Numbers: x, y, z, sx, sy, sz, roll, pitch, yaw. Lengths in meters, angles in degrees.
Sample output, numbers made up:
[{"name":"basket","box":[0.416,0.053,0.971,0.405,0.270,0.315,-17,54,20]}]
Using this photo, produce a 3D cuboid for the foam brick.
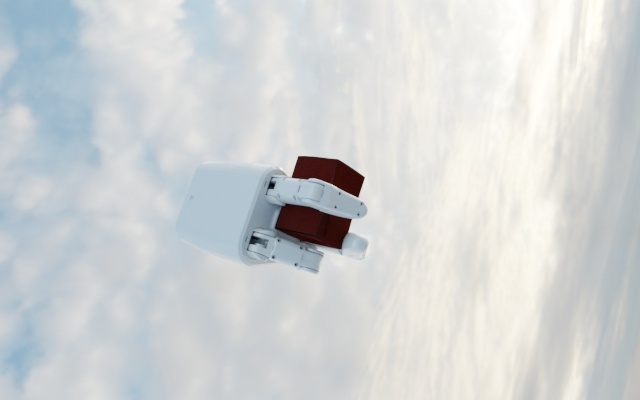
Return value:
[{"name":"foam brick","box":[0.000,0.001,0.465,0.051,0.078,0.053,10,-13,38]}]
